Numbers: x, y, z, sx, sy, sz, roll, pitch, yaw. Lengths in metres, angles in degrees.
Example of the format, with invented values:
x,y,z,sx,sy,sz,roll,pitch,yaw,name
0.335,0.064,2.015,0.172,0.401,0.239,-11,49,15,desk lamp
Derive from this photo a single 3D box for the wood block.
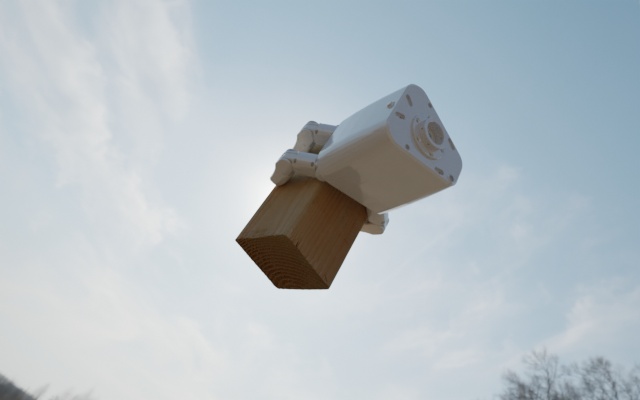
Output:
x,y,z,sx,sy,sz,roll,pitch,yaw,name
0.001,0.002,0.593,0.090,0.091,0.206,-9,37,42,wood block
